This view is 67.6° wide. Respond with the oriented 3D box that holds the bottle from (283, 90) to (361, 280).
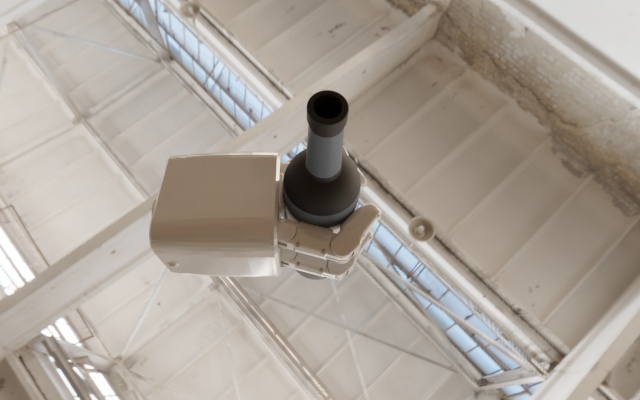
[{"bbox_3d":[0.000,0.002,0.440,0.069,0.069,0.296,0,-25,-2],"label":"bottle"}]
